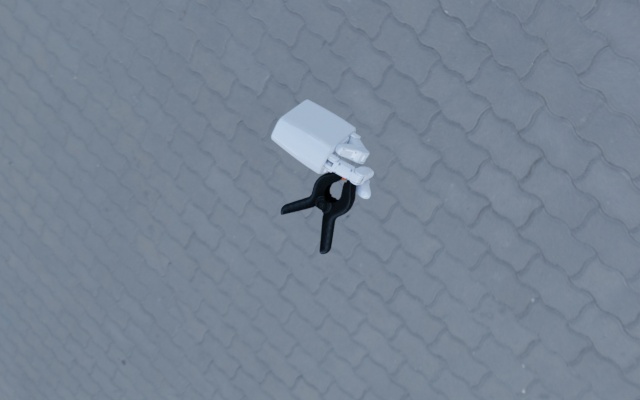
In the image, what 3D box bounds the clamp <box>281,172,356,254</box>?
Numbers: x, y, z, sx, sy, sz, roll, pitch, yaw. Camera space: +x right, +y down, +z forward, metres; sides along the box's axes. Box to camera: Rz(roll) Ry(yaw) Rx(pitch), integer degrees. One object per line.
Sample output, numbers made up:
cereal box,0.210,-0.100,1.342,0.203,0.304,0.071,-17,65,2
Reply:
clamp,0.000,0.003,0.860,0.120,0.171,0.039,33,25,8
